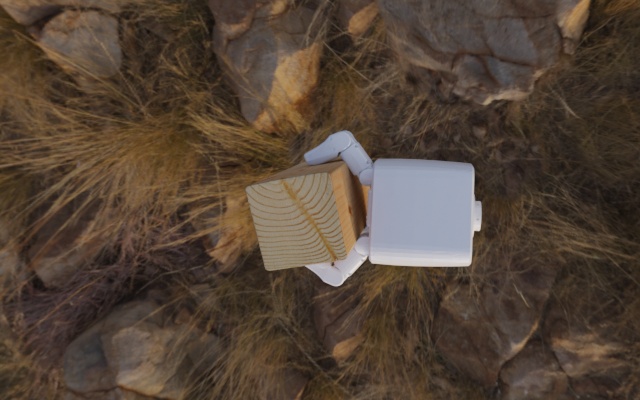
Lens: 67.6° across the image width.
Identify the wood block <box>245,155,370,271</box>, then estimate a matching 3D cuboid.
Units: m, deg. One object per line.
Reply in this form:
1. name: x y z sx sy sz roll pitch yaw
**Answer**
1. wood block: 0.000 0.002 0.564 0.090 0.091 0.206 -10 8 15
